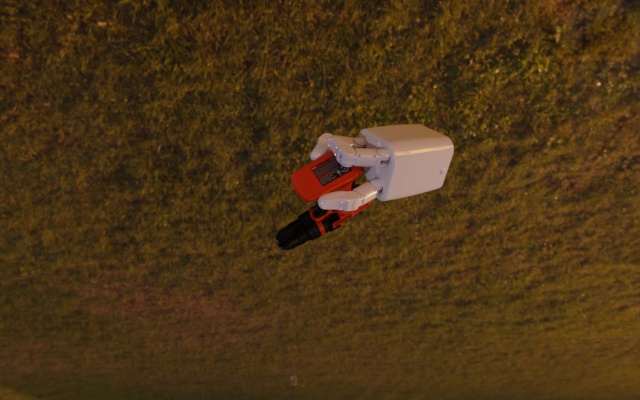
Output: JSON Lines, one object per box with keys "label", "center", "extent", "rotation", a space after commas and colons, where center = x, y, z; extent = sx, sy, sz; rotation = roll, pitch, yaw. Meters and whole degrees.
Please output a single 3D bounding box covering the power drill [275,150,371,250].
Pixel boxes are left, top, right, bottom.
{"label": "power drill", "center": [0.000, 0.002, 0.766], "extent": [0.184, 0.057, 0.188], "rotation": [-32, -20, -10]}
